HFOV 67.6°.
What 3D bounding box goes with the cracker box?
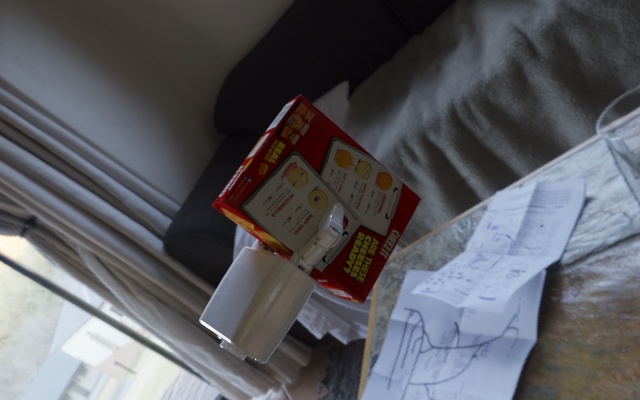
[{"bbox_3d":[0.000,0.002,0.603,0.214,0.164,0.072,38,-19,-18],"label":"cracker box"}]
